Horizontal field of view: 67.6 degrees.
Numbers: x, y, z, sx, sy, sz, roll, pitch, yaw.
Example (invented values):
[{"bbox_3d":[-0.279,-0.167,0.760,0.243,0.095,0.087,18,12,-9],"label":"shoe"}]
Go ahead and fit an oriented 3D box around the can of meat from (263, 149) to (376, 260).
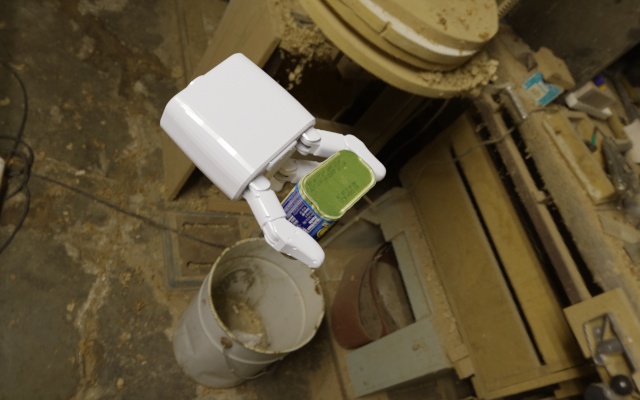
[{"bbox_3d":[0.000,0.002,0.489,0.102,0.057,0.084,-41,-4,-44],"label":"can of meat"}]
